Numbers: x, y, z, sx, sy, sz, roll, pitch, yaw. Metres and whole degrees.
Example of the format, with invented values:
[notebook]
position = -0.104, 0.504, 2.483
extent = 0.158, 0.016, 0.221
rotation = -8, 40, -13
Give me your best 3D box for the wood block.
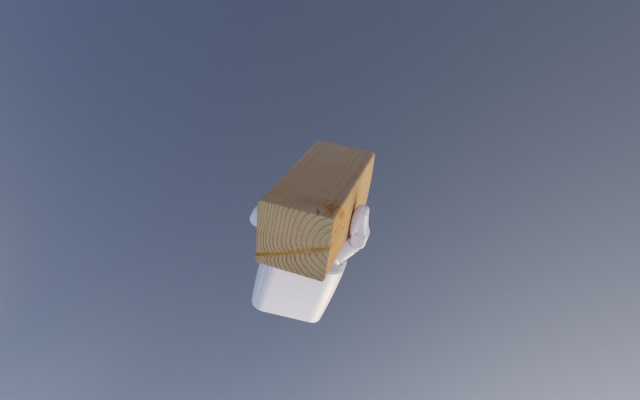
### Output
[wood block]
position = 0.000, 0.003, 0.628
extent = 0.091, 0.090, 0.206
rotation = 15, 30, 13
